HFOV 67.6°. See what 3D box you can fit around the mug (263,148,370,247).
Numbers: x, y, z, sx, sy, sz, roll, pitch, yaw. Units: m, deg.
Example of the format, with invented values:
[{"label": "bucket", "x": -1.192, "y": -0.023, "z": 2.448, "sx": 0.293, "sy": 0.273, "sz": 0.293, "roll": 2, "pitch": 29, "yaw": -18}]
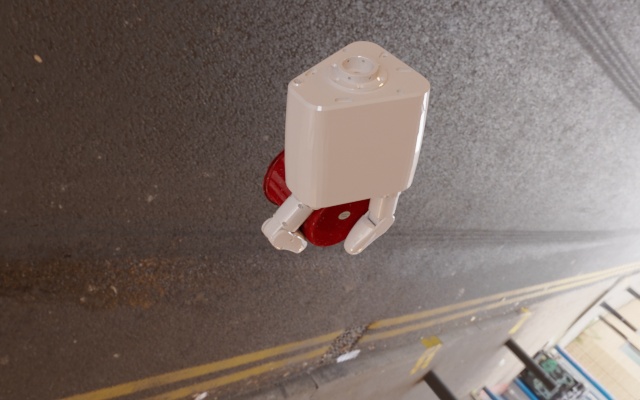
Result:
[{"label": "mug", "x": 0.000, "y": 0.003, "z": 0.506, "sx": 0.093, "sy": 0.117, "sz": 0.081, "roll": -26, "pitch": 53, "yaw": -23}]
